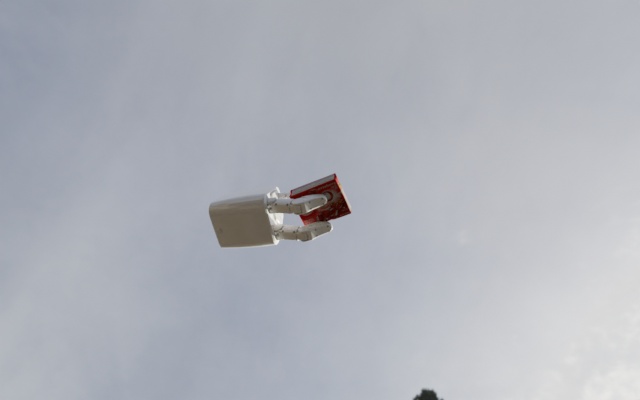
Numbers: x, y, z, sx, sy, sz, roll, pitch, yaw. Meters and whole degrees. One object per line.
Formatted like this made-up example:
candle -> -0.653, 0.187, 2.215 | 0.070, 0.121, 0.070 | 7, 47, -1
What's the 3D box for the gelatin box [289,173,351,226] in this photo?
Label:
gelatin box -> 0.000, 0.002, 0.835 | 0.089, 0.073, 0.030 | -21, 25, 11
